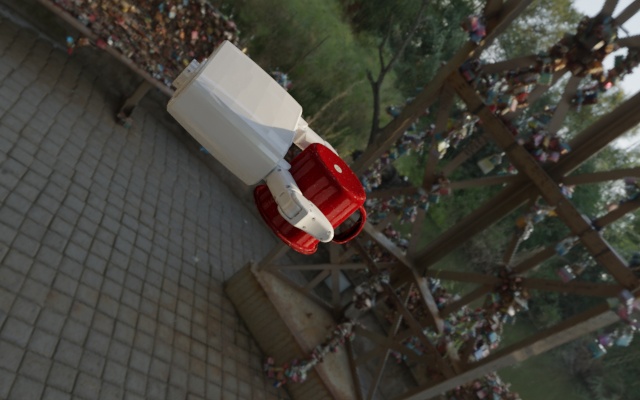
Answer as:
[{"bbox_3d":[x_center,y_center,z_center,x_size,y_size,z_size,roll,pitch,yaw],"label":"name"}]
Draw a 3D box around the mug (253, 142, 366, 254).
[{"bbox_3d":[0.001,0.002,0.500,0.117,0.081,0.093,41,20,-24],"label":"mug"}]
